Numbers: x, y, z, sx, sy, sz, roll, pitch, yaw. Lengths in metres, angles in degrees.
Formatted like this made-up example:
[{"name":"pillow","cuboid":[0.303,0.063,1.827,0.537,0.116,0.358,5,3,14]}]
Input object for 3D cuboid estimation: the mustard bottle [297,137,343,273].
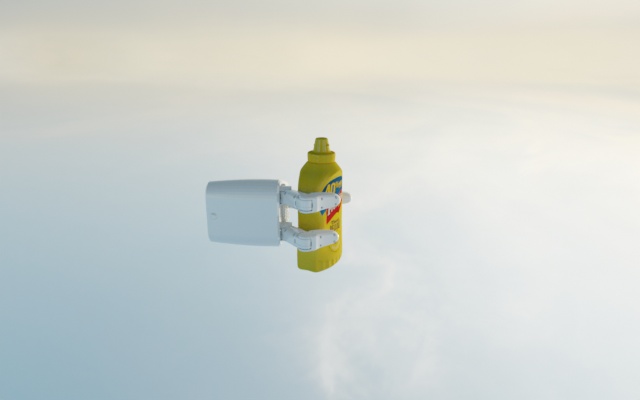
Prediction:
[{"name":"mustard bottle","cuboid":[0.000,0.003,0.707,0.058,0.192,0.096,9,19,27]}]
